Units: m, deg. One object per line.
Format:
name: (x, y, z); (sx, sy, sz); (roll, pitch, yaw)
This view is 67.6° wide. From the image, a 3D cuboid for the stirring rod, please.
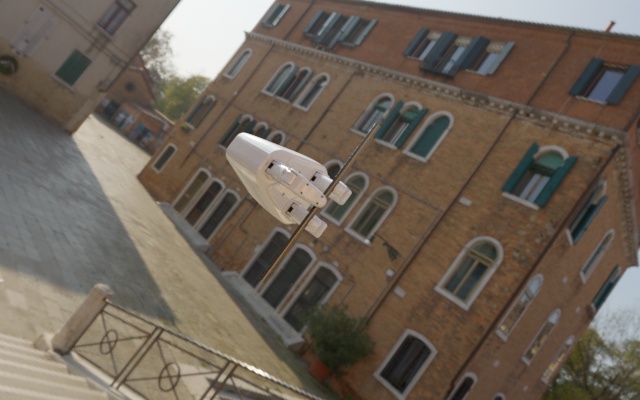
stirring rod: (0.000, 0.002, 0.590); (0.011, 0.239, 0.011); (36, -4, 3)
